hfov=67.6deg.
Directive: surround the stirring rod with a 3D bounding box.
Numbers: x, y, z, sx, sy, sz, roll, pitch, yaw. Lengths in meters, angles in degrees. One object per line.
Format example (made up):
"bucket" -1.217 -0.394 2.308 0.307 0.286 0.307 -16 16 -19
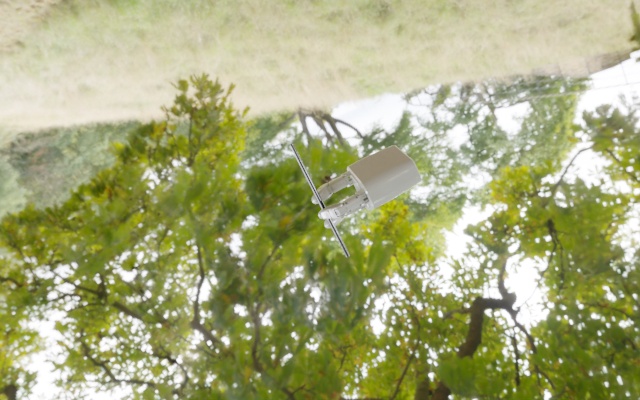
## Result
"stirring rod" 0.000 0.003 0.894 0.011 0.239 0.011 -25 14 7
